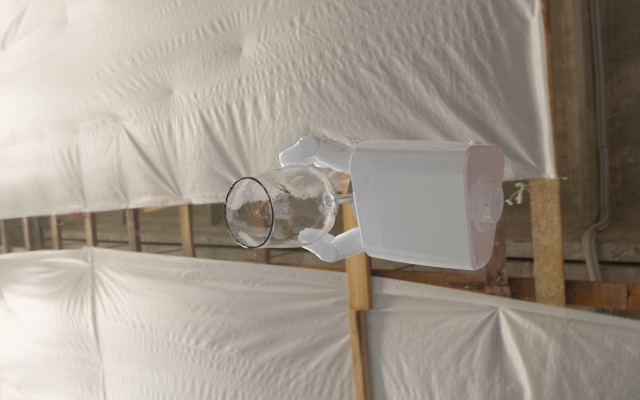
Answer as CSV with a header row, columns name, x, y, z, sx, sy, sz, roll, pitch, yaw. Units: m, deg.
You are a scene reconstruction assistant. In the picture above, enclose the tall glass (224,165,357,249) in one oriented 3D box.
name,x,y,z,sx,sy,sz,roll,pitch,yaw
tall glass,0.000,0.002,0.484,0.079,0.079,0.201,0,5,39
